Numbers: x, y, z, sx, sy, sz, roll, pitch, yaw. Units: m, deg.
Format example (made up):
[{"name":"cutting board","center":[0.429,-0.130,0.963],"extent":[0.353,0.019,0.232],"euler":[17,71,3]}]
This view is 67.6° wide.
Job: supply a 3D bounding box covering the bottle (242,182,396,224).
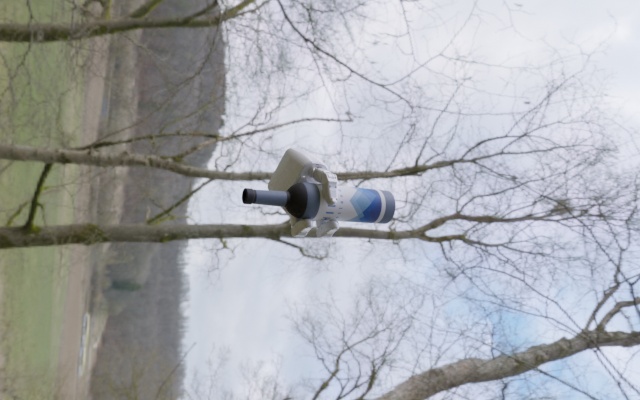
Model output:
[{"name":"bottle","center":[0.000,0.003,0.877],"extent":[0.296,0.069,0.069],"euler":[5,-2,-28]}]
